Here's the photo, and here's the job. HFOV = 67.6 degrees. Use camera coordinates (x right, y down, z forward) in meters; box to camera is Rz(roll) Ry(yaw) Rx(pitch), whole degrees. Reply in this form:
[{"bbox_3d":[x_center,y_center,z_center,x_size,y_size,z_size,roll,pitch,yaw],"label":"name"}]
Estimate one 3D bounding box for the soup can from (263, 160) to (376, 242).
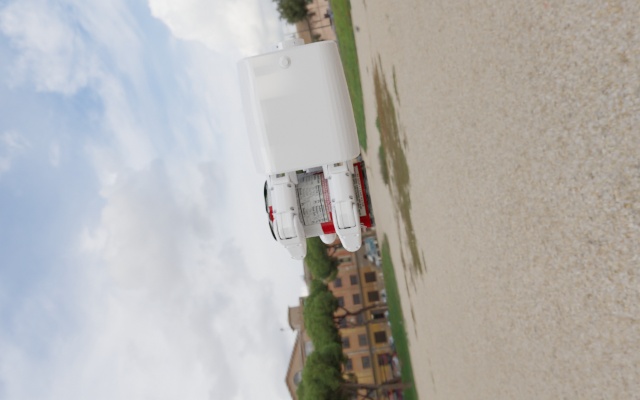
[{"bbox_3d":[0.000,0.002,0.484,0.102,0.068,0.068,-10,-1,6],"label":"soup can"}]
